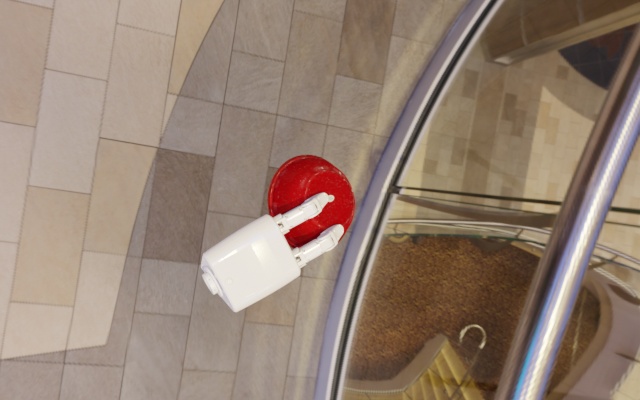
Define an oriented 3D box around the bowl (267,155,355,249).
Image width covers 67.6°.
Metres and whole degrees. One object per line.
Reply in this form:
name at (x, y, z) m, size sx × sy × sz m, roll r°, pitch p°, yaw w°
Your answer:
bowl at (0.001, 0.002, 0.753) m, size 0.162 × 0.162 × 0.055 m, roll 0°, pitch -7°, yaw -34°
